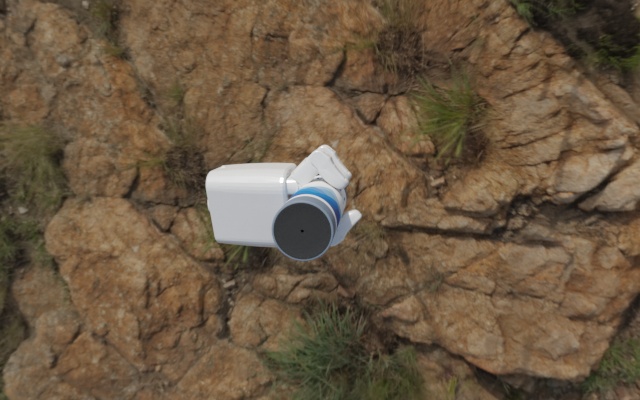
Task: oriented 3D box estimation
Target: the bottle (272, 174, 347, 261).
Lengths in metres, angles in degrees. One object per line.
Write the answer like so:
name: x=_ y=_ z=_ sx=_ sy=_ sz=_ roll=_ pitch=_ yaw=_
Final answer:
bottle: x=0.000 y=0.002 z=0.643 sx=0.069 sy=0.069 sz=0.295 roll=0 pitch=12 yaw=8
